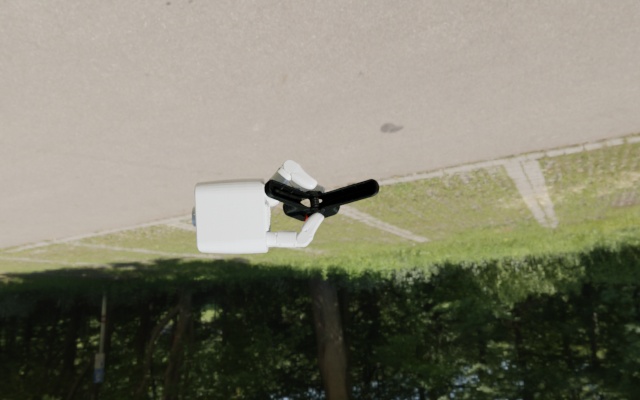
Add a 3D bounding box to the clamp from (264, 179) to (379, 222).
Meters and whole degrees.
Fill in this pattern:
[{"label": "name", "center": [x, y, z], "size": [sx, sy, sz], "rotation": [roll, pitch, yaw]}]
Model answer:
[{"label": "clamp", "center": [0.000, 0.003, 0.758], "size": [0.164, 0.036, 0.210], "rotation": [-1, -14, -2]}]
